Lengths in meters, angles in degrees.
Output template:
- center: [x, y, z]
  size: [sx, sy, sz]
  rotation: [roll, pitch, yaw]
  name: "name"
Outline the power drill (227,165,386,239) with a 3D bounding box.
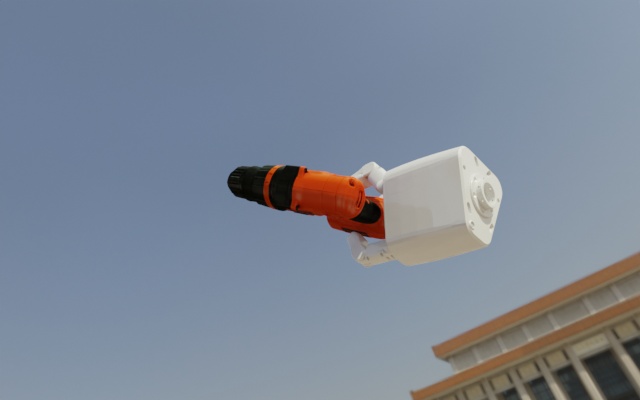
- center: [0.001, 0.002, 0.602]
  size: [0.184, 0.057, 0.188]
  rotation: [11, -4, 34]
  name: "power drill"
